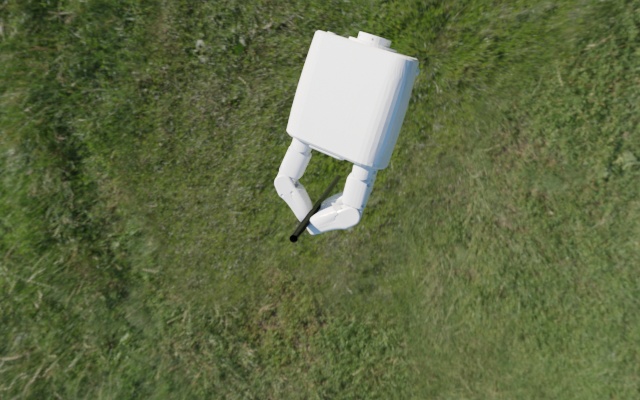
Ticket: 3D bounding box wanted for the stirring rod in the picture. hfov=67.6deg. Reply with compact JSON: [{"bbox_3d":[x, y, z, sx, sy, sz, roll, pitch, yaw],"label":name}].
[{"bbox_3d":[0.000,0.002,0.558,0.011,0.011,0.239,0,16,13],"label":"stirring rod"}]
